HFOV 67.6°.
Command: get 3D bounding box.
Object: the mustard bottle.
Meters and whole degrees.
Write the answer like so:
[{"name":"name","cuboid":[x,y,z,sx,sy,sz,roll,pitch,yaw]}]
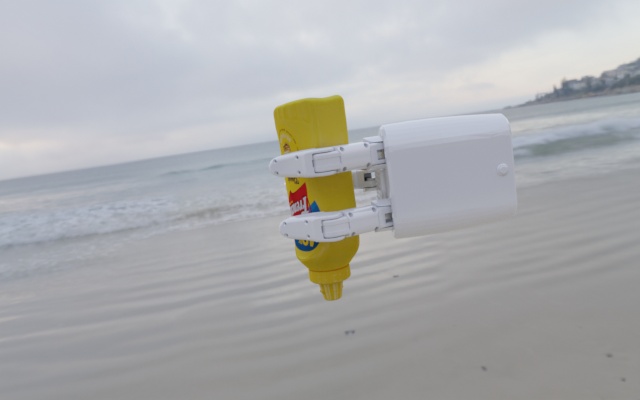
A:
[{"name":"mustard bottle","cuboid":[0.000,0.001,0.456,0.058,0.191,0.096,-12,9,-24]}]
